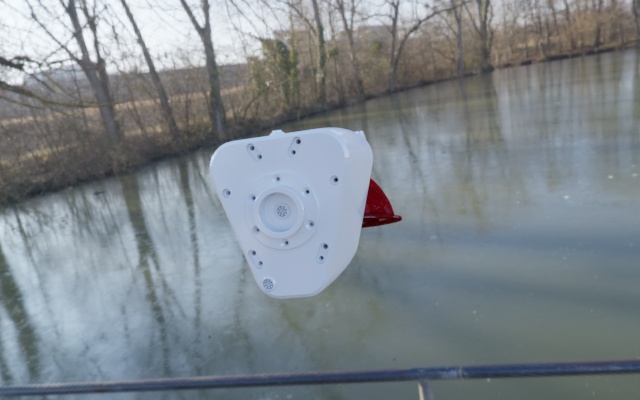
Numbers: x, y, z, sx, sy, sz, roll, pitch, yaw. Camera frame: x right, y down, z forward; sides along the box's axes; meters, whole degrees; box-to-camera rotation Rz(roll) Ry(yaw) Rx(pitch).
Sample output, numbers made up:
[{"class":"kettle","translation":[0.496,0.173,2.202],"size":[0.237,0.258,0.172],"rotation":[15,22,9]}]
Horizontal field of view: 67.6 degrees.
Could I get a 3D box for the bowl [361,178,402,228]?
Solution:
[{"class":"bowl","translation":[0.000,0.001,0.491],"size":[0.162,0.055,0.162],"rotation":[-5,-7,-1]}]
